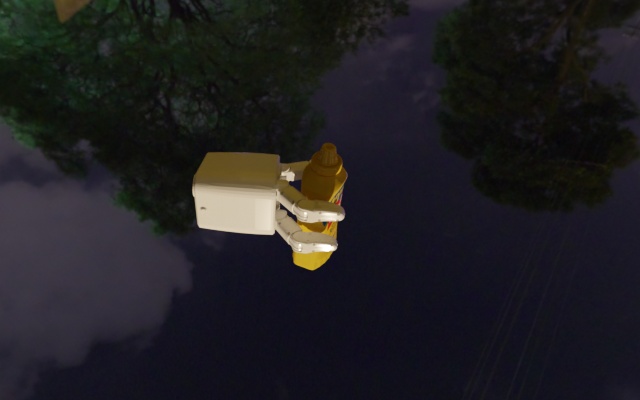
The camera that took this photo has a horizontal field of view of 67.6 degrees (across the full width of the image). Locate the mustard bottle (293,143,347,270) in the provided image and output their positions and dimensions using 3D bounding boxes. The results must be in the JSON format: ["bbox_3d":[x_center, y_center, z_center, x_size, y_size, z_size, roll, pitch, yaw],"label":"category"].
[{"bbox_3d":[0.000,0.002,0.669,0.058,0.192,0.096,20,43,13],"label":"mustard bottle"}]
